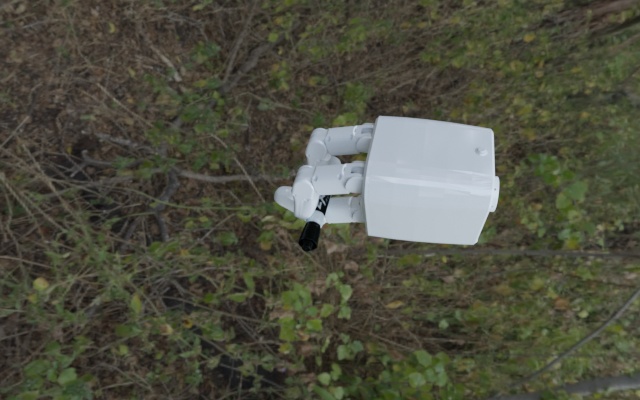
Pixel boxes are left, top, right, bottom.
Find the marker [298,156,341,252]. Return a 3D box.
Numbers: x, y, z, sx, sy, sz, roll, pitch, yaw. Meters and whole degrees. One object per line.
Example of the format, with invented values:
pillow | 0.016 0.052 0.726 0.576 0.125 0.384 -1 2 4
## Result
marker | 0.000 0.002 0.484 0.020 0.121 0.020 9 -41 8
